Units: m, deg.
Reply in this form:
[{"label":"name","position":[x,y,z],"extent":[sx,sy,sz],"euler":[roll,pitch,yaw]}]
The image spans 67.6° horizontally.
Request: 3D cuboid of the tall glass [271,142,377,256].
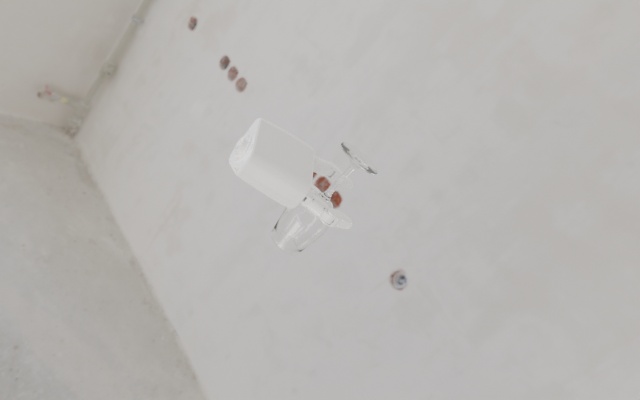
[{"label":"tall glass","position":[0.001,0.002,0.788],"extent":[0.079,0.201,0.079],"euler":[35,22,-16]}]
